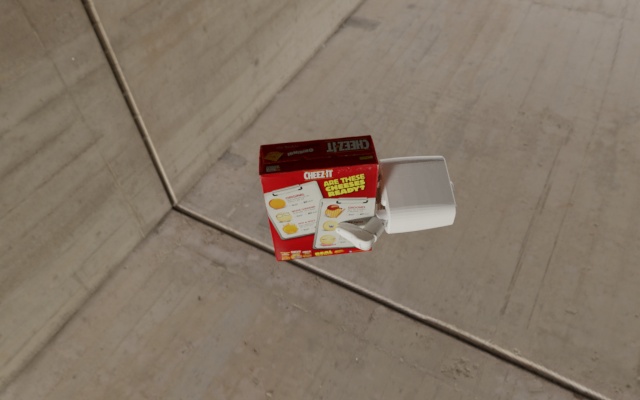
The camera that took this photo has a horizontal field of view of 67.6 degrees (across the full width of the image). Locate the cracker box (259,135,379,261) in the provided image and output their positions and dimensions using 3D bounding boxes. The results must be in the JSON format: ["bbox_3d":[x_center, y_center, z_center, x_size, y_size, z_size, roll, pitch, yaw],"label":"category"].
[{"bbox_3d":[0.000,0.003,0.739,0.164,0.072,0.214,-6,-40,-2],"label":"cracker box"}]
